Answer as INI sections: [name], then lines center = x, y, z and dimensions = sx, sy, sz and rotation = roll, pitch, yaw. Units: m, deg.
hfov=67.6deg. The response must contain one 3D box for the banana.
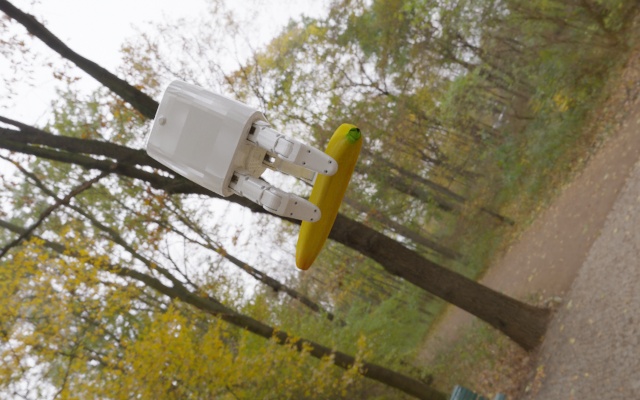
[banana]
center = 0.007, -0.010, 0.530
dimensions = 0.037, 0.198, 0.069
rotation = 24, 36, 8
